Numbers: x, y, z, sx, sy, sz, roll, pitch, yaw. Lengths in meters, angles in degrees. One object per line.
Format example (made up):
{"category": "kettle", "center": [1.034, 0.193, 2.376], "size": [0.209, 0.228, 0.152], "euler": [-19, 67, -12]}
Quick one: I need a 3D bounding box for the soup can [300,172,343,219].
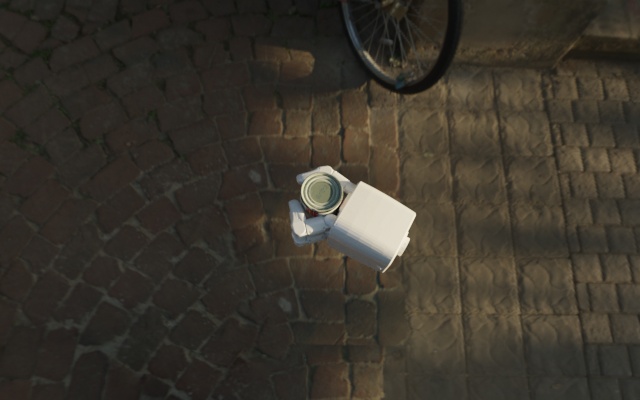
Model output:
{"category": "soup can", "center": [0.000, 0.002, 0.773], "size": [0.068, 0.068, 0.102], "euler": [0, -18, -2]}
